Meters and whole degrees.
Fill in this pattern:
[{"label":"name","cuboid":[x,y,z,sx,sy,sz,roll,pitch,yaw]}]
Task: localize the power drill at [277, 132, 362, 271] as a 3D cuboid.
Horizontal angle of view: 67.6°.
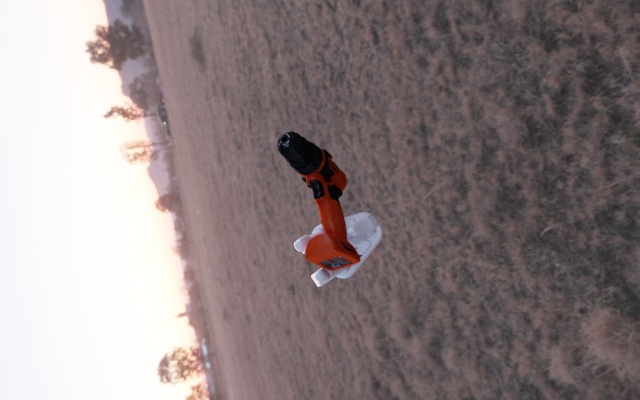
[{"label":"power drill","cuboid":[0.000,0.003,0.726,0.057,0.187,0.184,-19,-27,23]}]
